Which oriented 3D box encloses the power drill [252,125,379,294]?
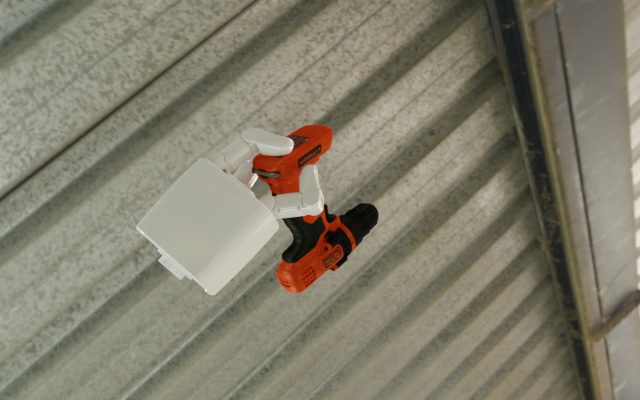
[{"bbox_3d":[0.000,0.002,0.617,0.057,0.188,0.184,11,39,43],"label":"power drill"}]
